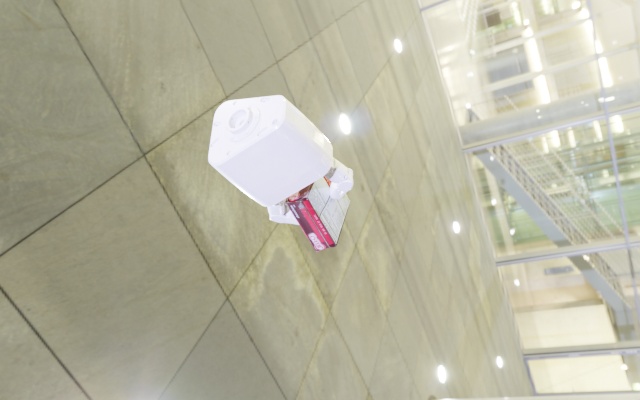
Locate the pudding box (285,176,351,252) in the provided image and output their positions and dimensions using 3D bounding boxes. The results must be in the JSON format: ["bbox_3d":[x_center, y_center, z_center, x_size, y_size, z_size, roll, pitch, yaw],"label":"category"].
[{"bbox_3d":[0.000,0.002,0.677,0.039,0.090,0.113,-15,30,27],"label":"pudding box"}]
